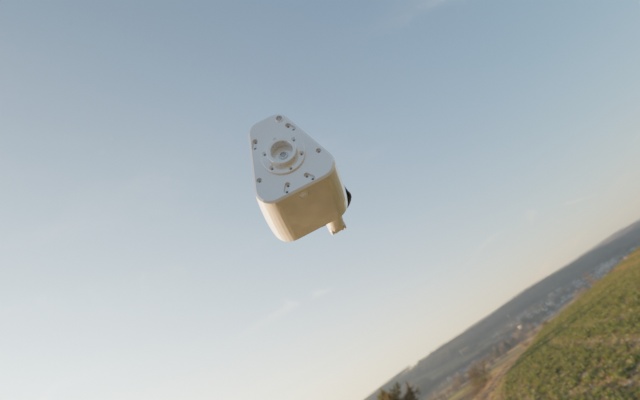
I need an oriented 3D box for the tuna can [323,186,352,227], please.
[{"bbox_3d":[0.000,0.002,0.691,0.086,0.033,0.086,-24,-30,-15],"label":"tuna can"}]
